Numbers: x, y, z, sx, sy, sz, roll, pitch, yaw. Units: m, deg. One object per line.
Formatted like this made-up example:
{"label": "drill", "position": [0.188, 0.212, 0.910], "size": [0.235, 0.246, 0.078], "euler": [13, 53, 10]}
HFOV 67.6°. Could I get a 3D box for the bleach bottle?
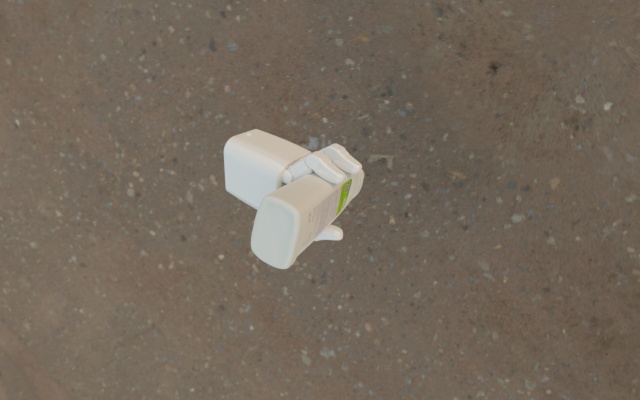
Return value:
{"label": "bleach bottle", "position": [0.000, 0.002, 0.707], "size": [0.068, 0.103, 0.250], "euler": [26, 29, 19]}
